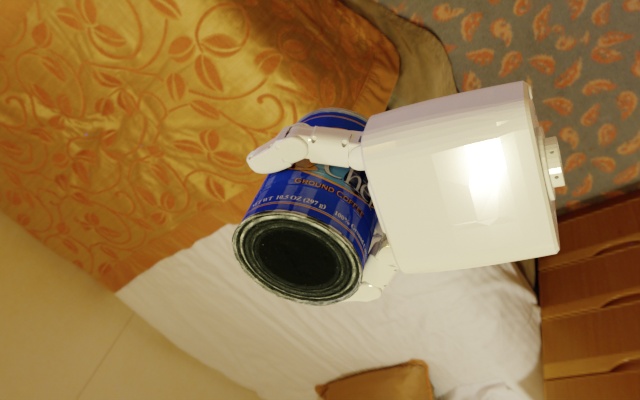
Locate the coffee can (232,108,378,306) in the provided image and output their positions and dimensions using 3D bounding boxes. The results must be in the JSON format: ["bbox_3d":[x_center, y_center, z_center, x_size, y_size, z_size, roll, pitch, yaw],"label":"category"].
[{"bbox_3d":[0.000,0.001,0.405,0.103,0.103,0.140,0,41,21],"label":"coffee can"}]
